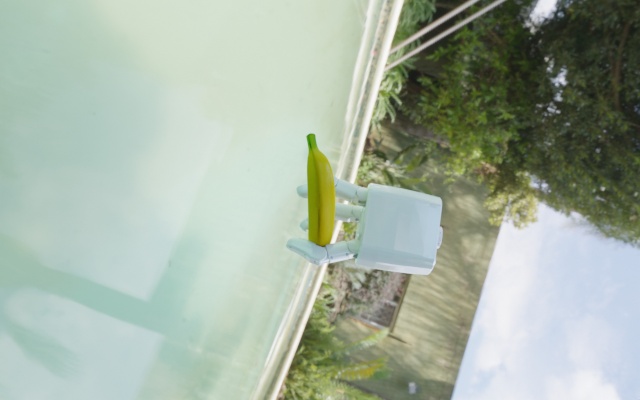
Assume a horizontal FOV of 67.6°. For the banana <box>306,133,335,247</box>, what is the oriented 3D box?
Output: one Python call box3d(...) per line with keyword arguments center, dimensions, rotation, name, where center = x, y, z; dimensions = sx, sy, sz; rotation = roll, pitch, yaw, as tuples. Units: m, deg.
box3d(center=(0.001, 0.011, 0.647), dimensions=(0.037, 0.198, 0.069), rotation=(-1, 37, -1), name="banana")
